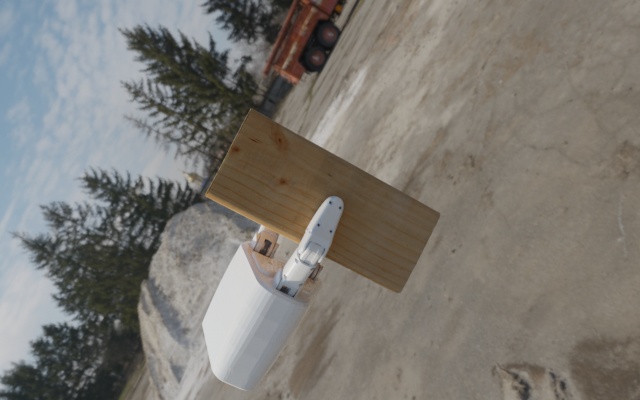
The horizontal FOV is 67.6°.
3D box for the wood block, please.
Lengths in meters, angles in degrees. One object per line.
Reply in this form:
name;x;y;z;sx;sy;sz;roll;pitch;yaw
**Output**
wood block;0.000;0.002;0.481;0.206;0.090;0.091;28;-1;-11
